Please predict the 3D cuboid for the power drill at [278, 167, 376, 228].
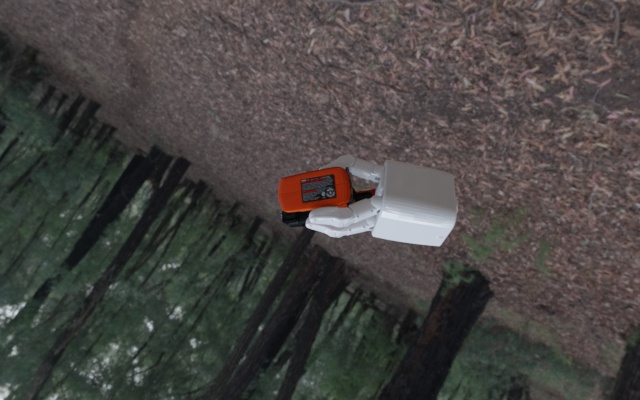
[{"bbox_3d":[0.000,0.002,0.760,0.184,0.057,0.188,-12,-12,14],"label":"power drill"}]
